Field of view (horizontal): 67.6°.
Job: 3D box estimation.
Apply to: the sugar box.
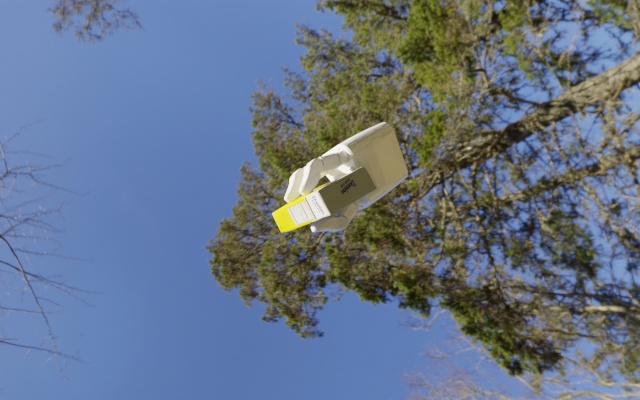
[{"bbox_3d":[0.000,0.002,0.746,0.093,0.048,0.176,-29,0,-30],"label":"sugar box"}]
